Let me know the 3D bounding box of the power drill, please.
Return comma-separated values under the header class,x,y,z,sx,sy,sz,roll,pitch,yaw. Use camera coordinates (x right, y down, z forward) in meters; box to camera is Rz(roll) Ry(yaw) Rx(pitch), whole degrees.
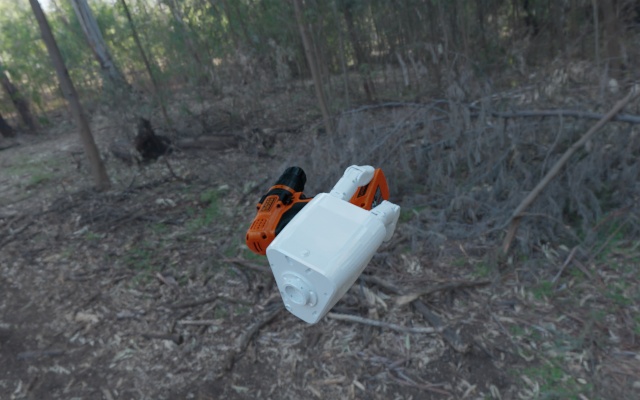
class,x,y,z,sx,sy,sz,roll,pitch,yaw
power drill,0.000,0.002,0.691,0.187,0.057,0.184,-8,37,25
